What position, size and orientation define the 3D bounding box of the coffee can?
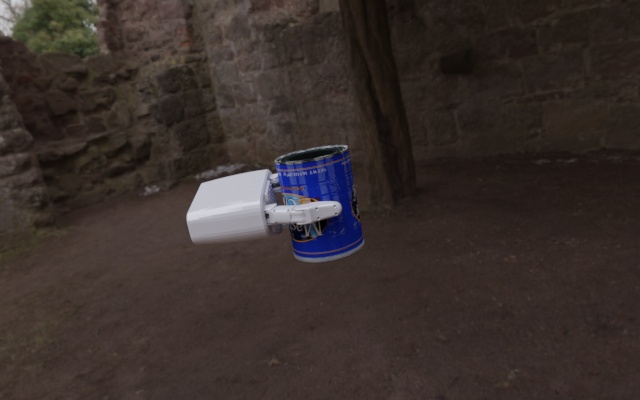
[{"bbox_3d":[0.000,0.002,0.665,0.103,0.140,0.102,-10,14,3],"label":"coffee can"}]
